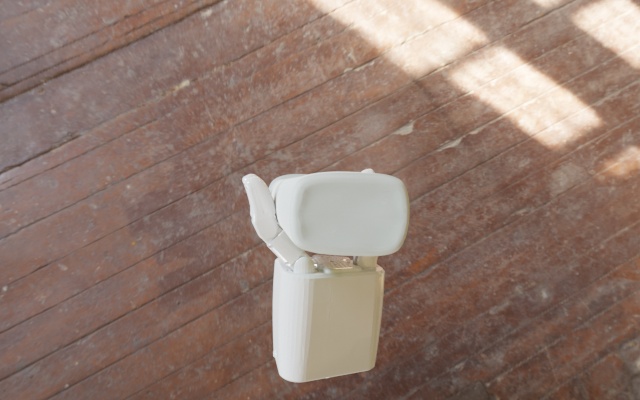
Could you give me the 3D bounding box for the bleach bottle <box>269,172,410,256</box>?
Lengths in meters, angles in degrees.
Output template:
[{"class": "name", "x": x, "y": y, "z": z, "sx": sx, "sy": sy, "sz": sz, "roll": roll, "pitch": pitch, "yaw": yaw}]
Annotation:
[{"class": "bleach bottle", "x": 0.000, "y": 0.002, "z": 0.497, "sx": 0.102, "sy": 0.068, "sz": 0.251, "roll": 2, "pitch": 4, "yaw": -11}]
